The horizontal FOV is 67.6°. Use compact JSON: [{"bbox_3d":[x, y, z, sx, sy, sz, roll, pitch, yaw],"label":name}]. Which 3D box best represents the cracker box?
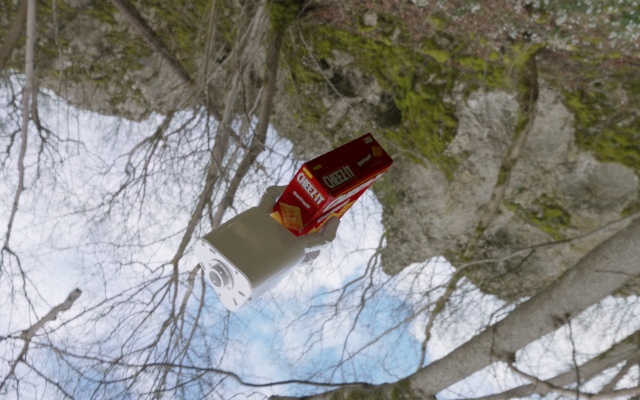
[{"bbox_3d":[0.000,0.002,0.771,0.164,0.072,0.214,-30,-14,-43],"label":"cracker box"}]
